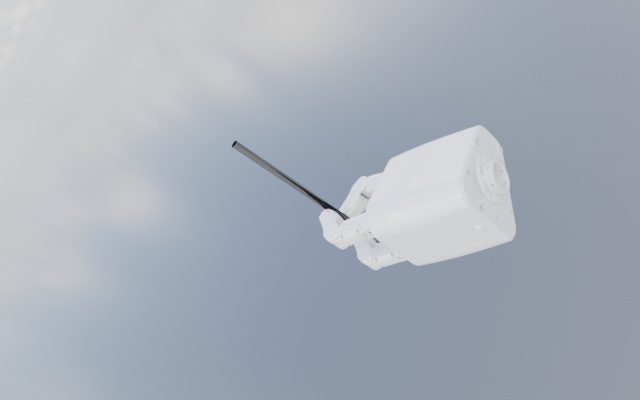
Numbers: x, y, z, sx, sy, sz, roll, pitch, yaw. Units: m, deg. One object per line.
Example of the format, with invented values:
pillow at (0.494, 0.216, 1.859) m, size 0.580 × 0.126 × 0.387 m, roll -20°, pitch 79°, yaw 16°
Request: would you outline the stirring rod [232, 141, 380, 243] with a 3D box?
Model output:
stirring rod at (0.000, 0.002, 0.535) m, size 0.240 × 0.011 × 0.011 m, roll 34°, pitch -19°, yaw -31°
